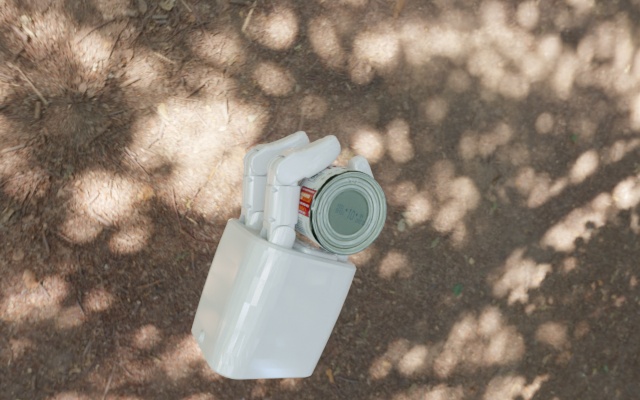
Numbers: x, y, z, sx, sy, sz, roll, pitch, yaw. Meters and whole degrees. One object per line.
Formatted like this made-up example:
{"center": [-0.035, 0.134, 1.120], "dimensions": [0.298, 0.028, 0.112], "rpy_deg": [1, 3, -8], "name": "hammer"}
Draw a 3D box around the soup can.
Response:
{"center": [0.000, 0.001, 0.402], "dimensions": [0.068, 0.068, 0.102], "rpy_deg": [0, 10, -27], "name": "soup can"}
